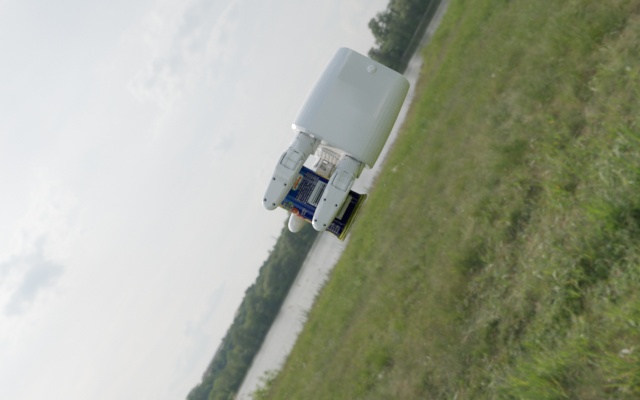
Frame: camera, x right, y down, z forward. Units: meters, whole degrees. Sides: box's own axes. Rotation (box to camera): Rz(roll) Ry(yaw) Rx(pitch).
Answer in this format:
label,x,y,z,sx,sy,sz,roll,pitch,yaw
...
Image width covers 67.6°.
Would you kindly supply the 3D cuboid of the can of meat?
label,x,y,z,sx,sy,sz,roll,pitch,yaw
can of meat,0.000,0.002,0.537,0.084,0.057,0.102,28,-3,1
